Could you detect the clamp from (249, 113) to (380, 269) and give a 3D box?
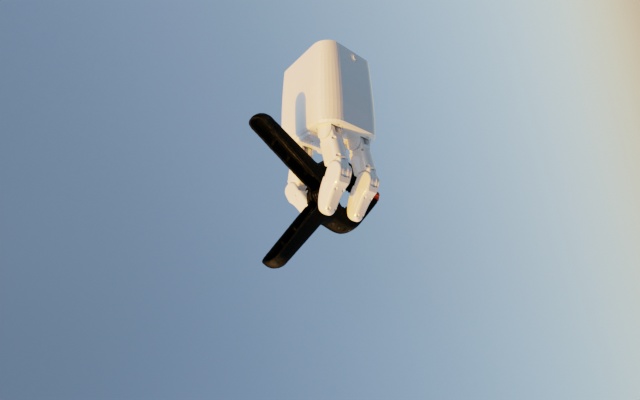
[{"bbox_3d":[0.000,0.002,0.561,0.036,0.164,0.210,-13,-18,40],"label":"clamp"}]
